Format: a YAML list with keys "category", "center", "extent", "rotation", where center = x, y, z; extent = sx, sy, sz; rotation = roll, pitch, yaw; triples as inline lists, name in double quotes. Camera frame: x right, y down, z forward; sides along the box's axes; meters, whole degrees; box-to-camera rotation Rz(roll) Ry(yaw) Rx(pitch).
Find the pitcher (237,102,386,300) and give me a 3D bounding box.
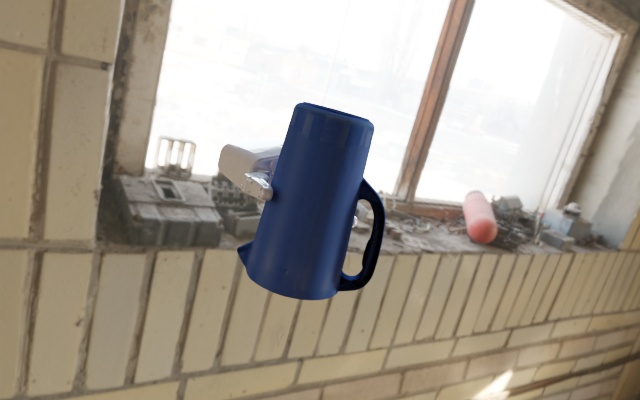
- category: "pitcher"
  center: [0.000, 0.002, 0.636]
  extent: [0.149, 0.243, 0.145]
  rotation: [5, 17, -40]
